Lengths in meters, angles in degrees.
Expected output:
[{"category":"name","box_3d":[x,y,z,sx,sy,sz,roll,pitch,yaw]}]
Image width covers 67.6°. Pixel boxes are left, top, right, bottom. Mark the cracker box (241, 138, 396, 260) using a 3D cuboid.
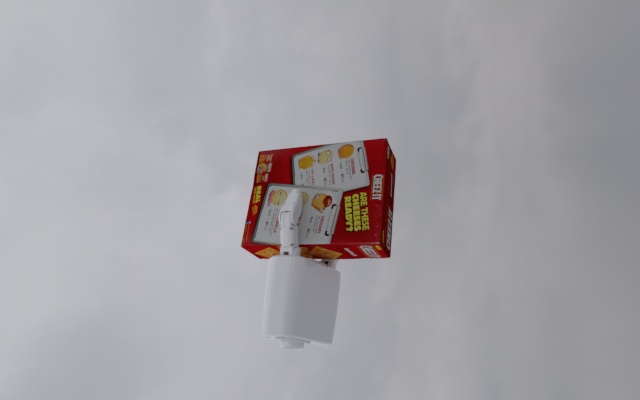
[{"category":"cracker box","box_3d":[0.000,0.002,0.716,0.214,0.164,0.072,-3,-25,22]}]
